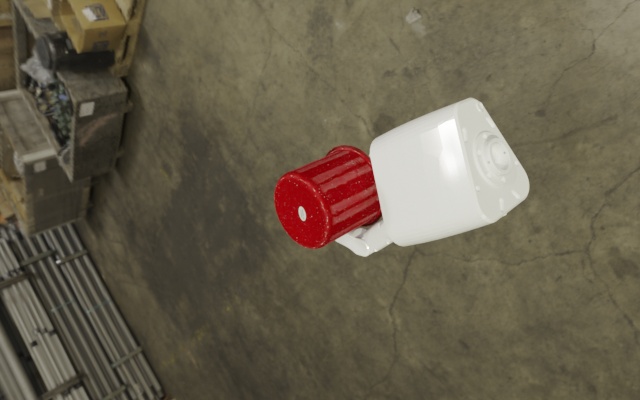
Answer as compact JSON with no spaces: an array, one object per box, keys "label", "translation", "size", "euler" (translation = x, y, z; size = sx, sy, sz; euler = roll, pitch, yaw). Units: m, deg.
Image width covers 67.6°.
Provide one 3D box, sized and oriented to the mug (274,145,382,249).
[{"label":"mug","translation":[-0.001,0.002,0.502],"size":[0.081,0.093,0.117],"euler":[-26,1,-39]}]
